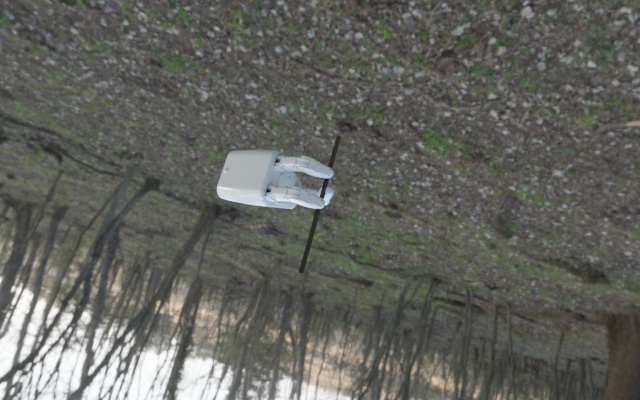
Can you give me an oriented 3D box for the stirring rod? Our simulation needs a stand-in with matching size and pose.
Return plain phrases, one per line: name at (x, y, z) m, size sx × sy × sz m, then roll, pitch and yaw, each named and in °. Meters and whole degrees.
stirring rod at (0.000, 0.002, 0.786) m, size 0.011 × 0.239 × 0.011 m, roll 14°, pitch -15°, yaw 4°
